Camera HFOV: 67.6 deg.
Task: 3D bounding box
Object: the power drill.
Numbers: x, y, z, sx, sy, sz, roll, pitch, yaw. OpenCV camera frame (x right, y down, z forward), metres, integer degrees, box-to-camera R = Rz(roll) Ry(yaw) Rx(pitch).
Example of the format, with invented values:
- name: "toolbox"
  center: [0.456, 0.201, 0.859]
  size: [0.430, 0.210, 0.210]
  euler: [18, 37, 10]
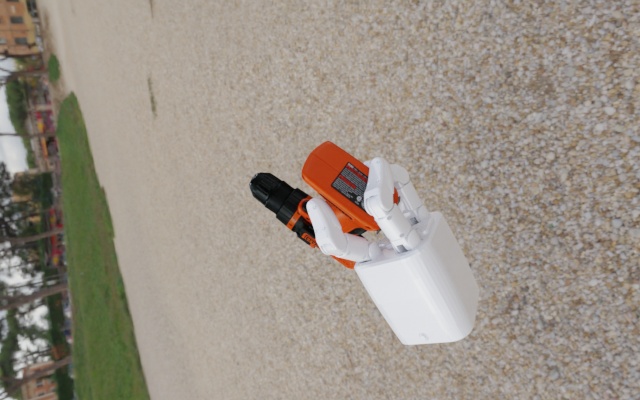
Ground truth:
- name: "power drill"
  center: [0.000, 0.002, 0.568]
  size: [0.184, 0.057, 0.188]
  euler: [34, -21, 0]
